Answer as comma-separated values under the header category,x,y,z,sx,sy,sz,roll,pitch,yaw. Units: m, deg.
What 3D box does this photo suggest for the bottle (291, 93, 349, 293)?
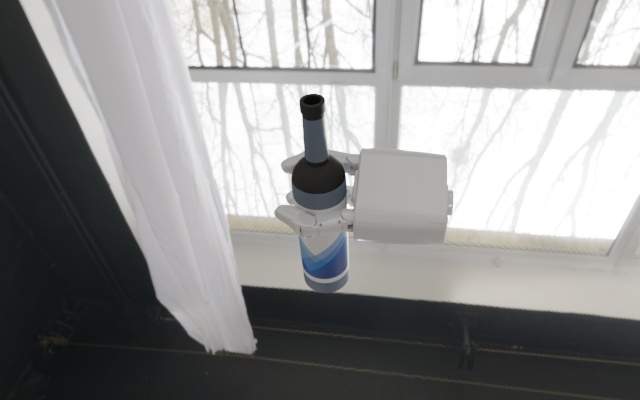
category,x,y,z,sx,sy,sz,roll,pitch,yaw
bottle,0.000,0.002,0.598,0.069,0.296,0.069,-3,43,2
